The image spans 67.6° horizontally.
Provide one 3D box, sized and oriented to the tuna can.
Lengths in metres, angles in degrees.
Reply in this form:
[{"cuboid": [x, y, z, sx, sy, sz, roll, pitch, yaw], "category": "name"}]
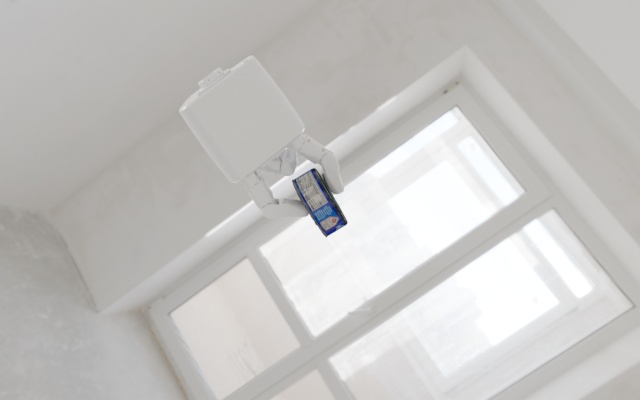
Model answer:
[{"cuboid": [0.001, 0.002, 0.604, 0.034, 0.086, 0.086, -31, -2, 4], "category": "tuna can"}]
